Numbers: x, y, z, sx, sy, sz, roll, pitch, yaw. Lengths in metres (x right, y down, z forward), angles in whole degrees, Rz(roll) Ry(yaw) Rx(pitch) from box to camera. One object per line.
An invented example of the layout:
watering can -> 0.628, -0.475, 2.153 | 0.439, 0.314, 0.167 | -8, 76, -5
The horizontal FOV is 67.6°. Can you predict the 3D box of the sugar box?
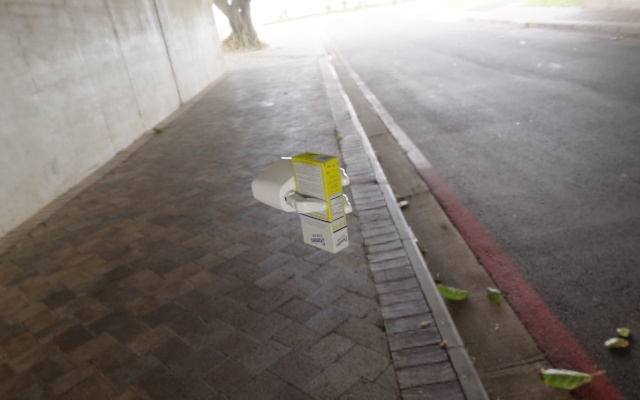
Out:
sugar box -> 0.000, 0.003, 0.892 | 0.048, 0.176, 0.093 | -26, 27, -35
